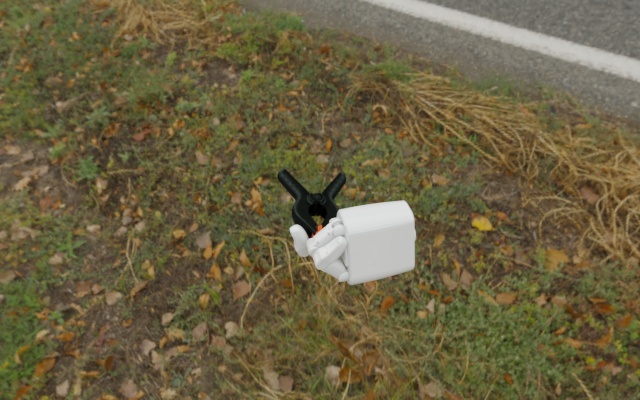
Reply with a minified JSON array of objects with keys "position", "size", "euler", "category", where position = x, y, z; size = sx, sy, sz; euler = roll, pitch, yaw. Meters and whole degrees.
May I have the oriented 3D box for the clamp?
[{"position":[0.000,0.002,0.792],"size":[0.120,0.039,0.171],"euler":[-8,46,-11],"category":"clamp"}]
